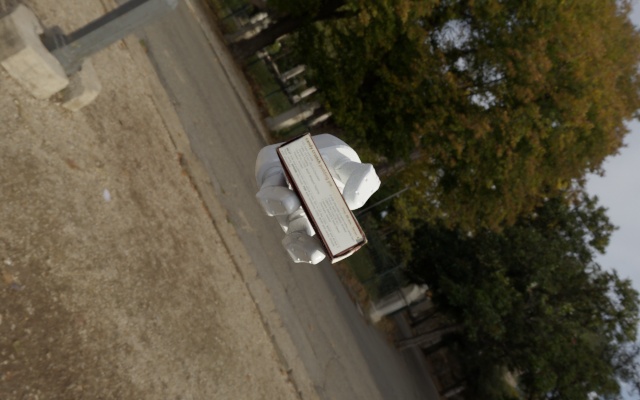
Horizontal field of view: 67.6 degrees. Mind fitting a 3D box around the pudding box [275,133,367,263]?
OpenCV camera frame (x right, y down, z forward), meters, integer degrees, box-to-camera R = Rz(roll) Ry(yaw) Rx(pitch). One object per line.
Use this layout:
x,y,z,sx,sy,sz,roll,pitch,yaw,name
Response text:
0.000,0.001,0.451,0.039,0.113,0.090,-29,-8,-3,pudding box
